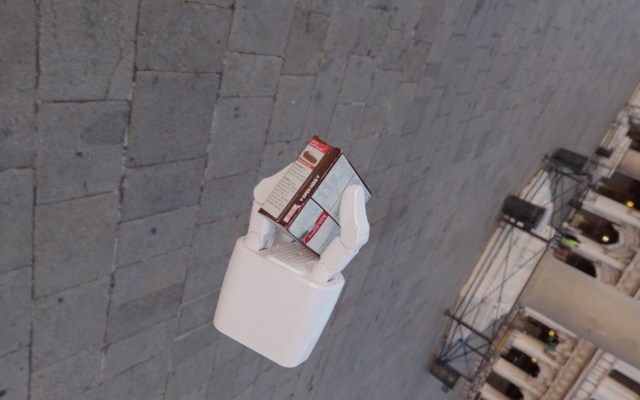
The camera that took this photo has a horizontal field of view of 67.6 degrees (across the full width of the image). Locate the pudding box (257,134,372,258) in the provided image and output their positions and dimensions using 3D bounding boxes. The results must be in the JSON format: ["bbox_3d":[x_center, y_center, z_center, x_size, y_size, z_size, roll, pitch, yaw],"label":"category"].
[{"bbox_3d":[0.000,0.002,0.469,0.039,0.090,0.113,32,-7,27],"label":"pudding box"}]
